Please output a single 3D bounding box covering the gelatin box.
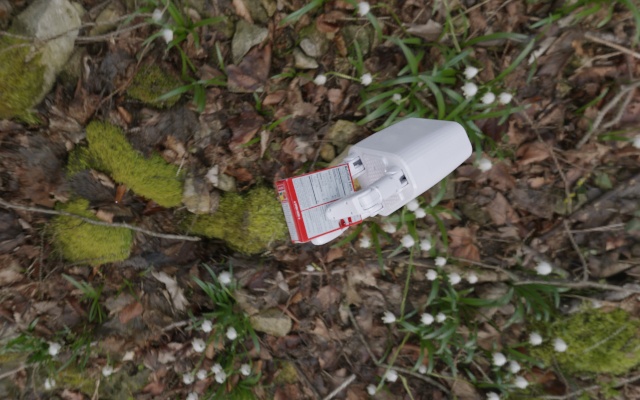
[{"bbox_3d":[0.000,0.002,0.553,0.089,0.073,0.030,-17,5,-31],"label":"gelatin box"}]
